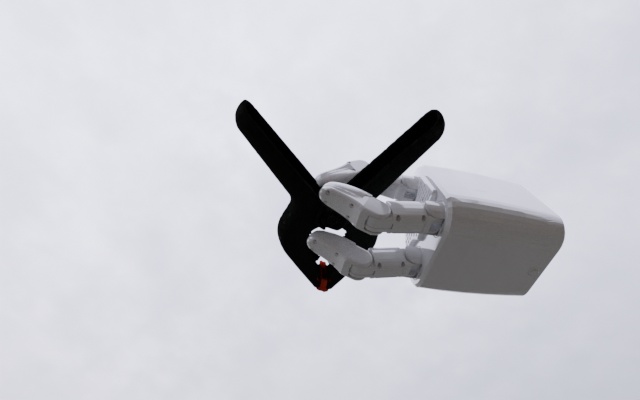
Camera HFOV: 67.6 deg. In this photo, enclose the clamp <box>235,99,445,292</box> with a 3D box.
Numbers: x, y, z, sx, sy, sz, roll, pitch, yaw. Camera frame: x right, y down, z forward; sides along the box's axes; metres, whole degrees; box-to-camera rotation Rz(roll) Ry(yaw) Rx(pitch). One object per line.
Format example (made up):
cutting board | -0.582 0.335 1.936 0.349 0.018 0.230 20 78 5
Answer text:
clamp | 0.000 0.001 0.428 0.164 0.210 0.036 8 39 -8
